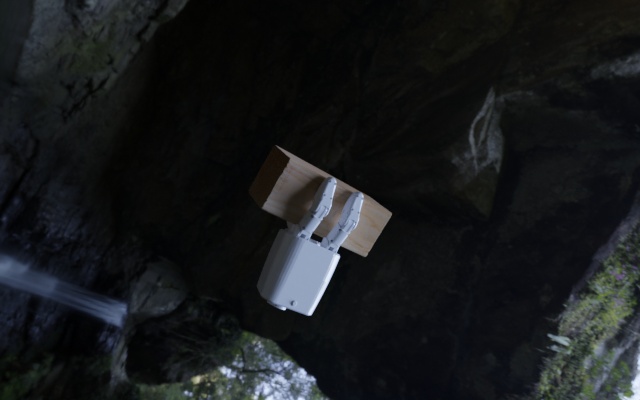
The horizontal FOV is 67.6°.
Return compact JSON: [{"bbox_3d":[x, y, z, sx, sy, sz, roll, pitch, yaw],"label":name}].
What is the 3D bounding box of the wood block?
[{"bbox_3d":[0.000,0.003,0.781,0.206,0.090,0.090,27,7,-28],"label":"wood block"}]
